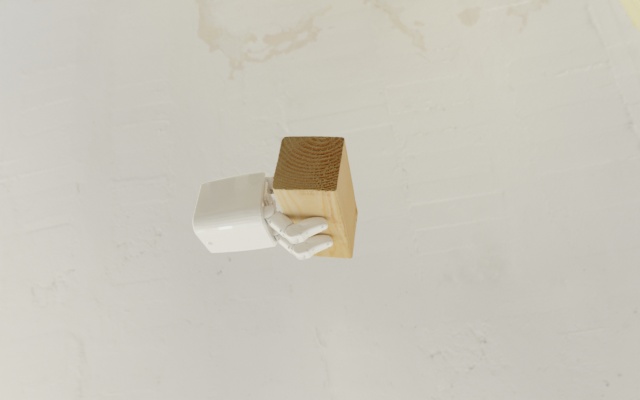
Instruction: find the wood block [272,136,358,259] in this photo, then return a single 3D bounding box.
[{"bbox_3d":[0.000,0.002,0.723,0.090,0.090,0.206,2,-31,11],"label":"wood block"}]
